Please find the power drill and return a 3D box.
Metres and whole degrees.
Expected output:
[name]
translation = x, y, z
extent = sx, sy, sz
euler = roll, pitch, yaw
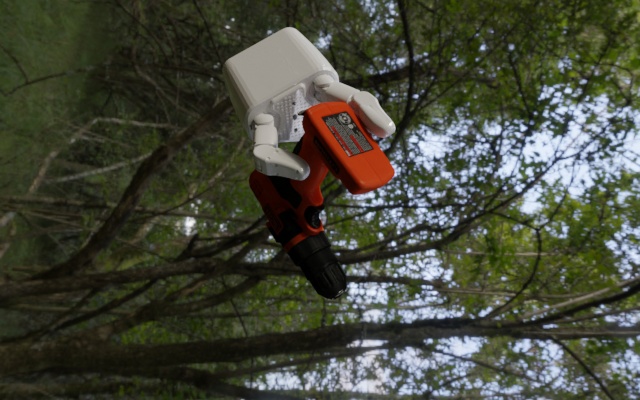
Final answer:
[power drill]
translation = 0.000, 0.001, 0.519
extent = 0.057, 0.184, 0.188
euler = -23, -18, -38
